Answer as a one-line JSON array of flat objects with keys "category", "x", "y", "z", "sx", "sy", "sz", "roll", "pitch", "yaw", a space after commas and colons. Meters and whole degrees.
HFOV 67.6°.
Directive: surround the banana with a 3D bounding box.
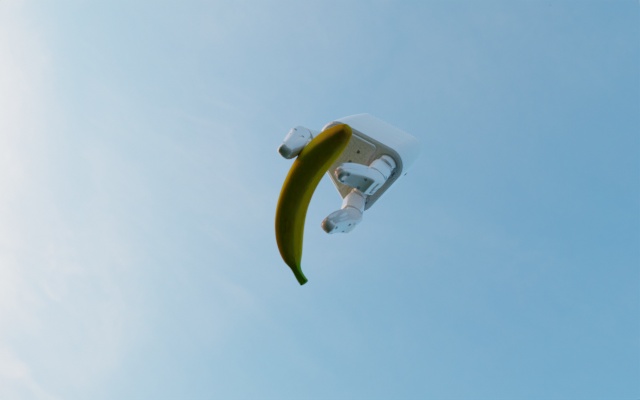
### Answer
[{"category": "banana", "x": -0.016, "y": -0.003, "z": 0.545, "sx": 0.069, "sy": 0.198, "sz": 0.037, "roll": 25, "pitch": 25, "yaw": 23}]
